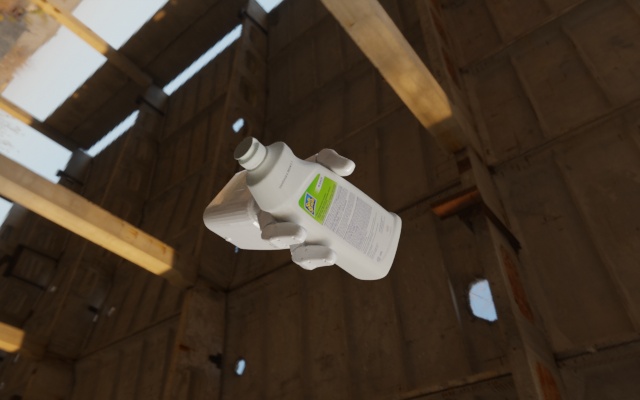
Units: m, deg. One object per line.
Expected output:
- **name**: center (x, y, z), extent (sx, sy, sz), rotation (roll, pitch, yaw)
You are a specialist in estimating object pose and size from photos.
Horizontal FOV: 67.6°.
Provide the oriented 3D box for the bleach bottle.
- **bleach bottle**: center (0.000, 0.002, 0.576), extent (0.068, 0.102, 0.251), rotation (-9, -37, 42)
